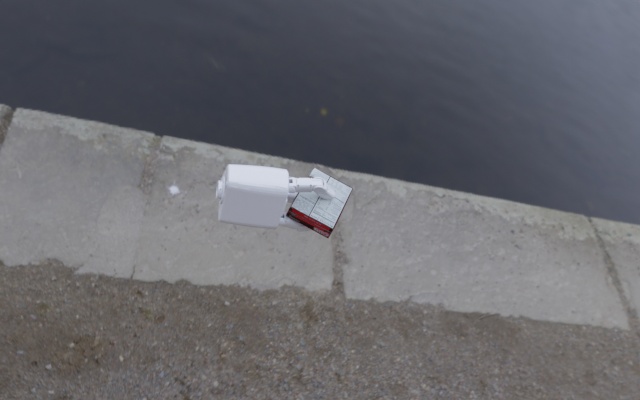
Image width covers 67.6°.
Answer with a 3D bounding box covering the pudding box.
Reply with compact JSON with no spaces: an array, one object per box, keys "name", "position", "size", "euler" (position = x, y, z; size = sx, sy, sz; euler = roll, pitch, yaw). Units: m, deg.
[{"name":"pudding box","position":[0.000,0.003,0.891],"size":[0.090,0.113,0.039],"euler":[29,-36,-1]}]
